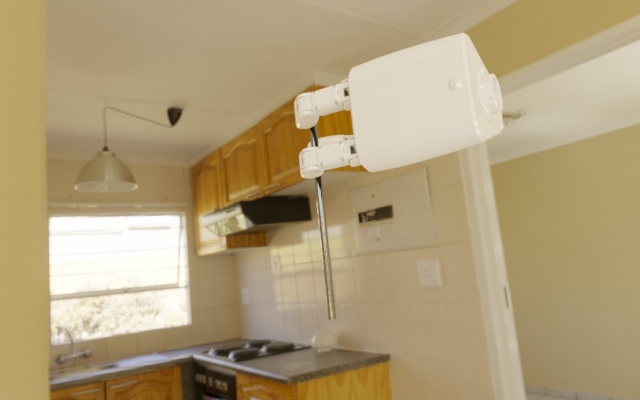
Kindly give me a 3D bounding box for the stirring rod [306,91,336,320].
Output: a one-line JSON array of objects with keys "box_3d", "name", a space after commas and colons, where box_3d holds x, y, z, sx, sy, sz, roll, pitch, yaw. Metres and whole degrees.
[{"box_3d": [0.000, 0.002, 0.500, 0.011, 0.239, 0.011, -6, -8, -1], "name": "stirring rod"}]
